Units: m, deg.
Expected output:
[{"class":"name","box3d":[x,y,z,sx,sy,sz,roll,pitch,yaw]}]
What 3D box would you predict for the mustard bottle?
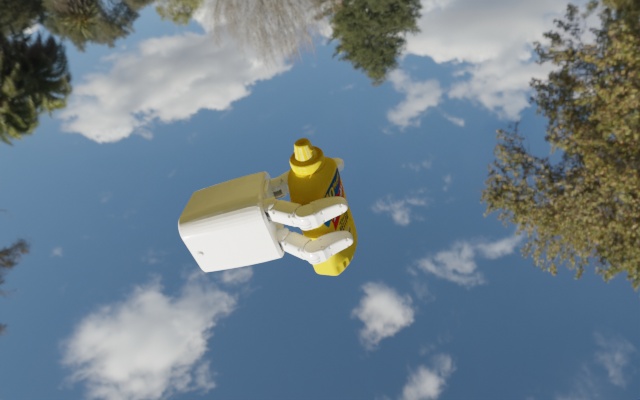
[{"class":"mustard bottle","box3d":[0.000,0.002,0.607,0.058,0.192,0.096,4,46,23]}]
